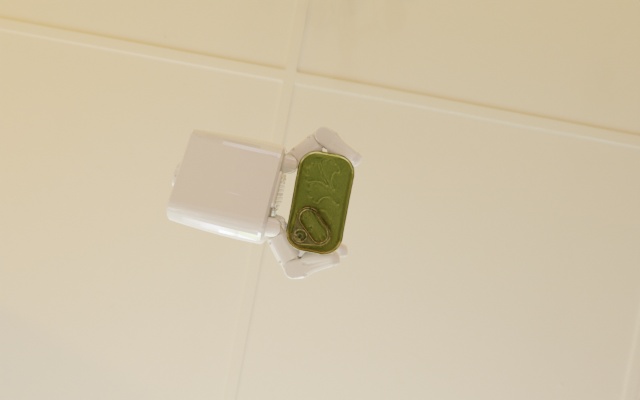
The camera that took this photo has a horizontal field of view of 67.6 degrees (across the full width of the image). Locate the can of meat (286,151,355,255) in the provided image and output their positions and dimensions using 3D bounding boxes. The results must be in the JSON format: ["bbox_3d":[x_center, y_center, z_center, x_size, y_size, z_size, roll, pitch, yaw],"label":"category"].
[{"bbox_3d":[0.000,0.002,0.517,0.057,0.102,0.084,10,1,0],"label":"can of meat"}]
